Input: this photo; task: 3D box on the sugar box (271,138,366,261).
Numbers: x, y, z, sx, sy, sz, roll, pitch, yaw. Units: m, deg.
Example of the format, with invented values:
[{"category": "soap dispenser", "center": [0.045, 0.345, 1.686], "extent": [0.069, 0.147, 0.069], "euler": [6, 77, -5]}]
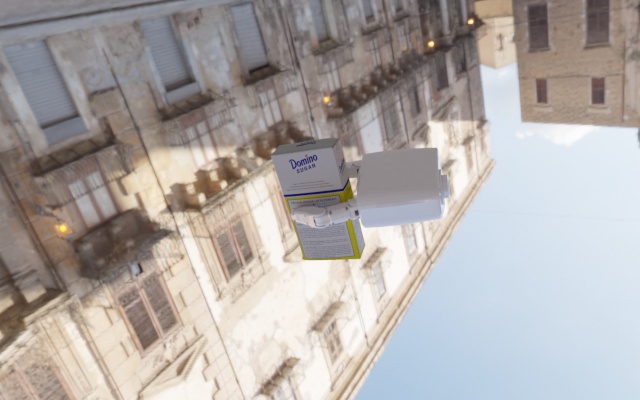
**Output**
[{"category": "sugar box", "center": [0.000, 0.002, 0.680], "extent": [0.093, 0.176, 0.048], "euler": [-5, 24, 20]}]
